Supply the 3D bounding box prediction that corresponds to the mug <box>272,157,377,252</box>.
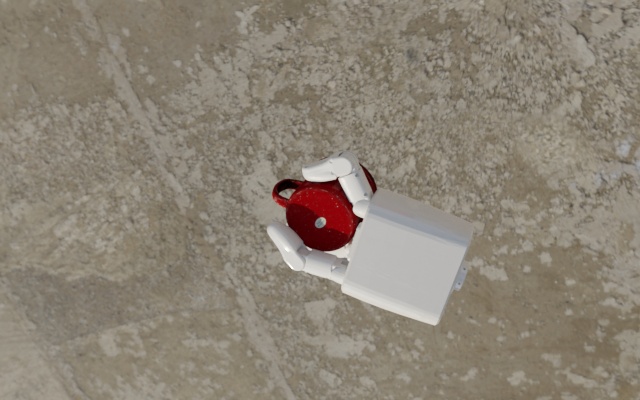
[{"bbox_3d":[-0.001,0.001,0.548,0.117,0.093,0.081,19,30,12],"label":"mug"}]
